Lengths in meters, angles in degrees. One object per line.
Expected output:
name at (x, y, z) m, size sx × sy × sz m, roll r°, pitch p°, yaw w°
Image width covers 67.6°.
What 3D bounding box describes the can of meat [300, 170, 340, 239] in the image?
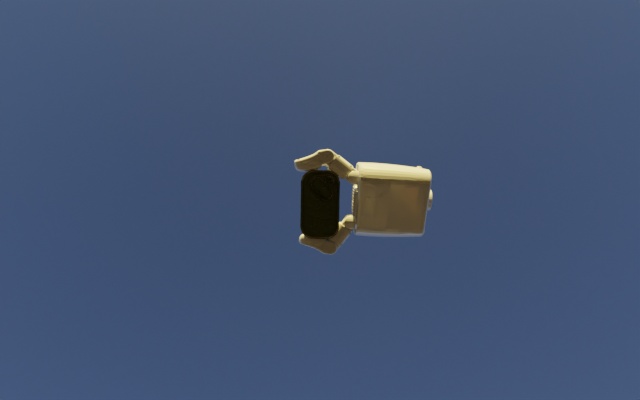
can of meat at (0.000, 0.002, 0.739) m, size 0.057 × 0.102 × 0.084 m, roll 1°, pitch 6°, yaw 1°
